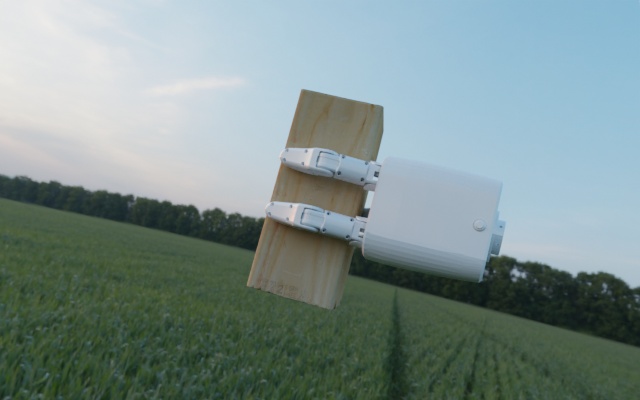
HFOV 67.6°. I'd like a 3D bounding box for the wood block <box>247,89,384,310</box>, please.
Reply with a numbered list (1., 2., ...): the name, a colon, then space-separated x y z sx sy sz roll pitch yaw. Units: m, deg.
1. wood block: 0.001 0.002 0.511 0.090 0.206 0.091 14 -7 9
